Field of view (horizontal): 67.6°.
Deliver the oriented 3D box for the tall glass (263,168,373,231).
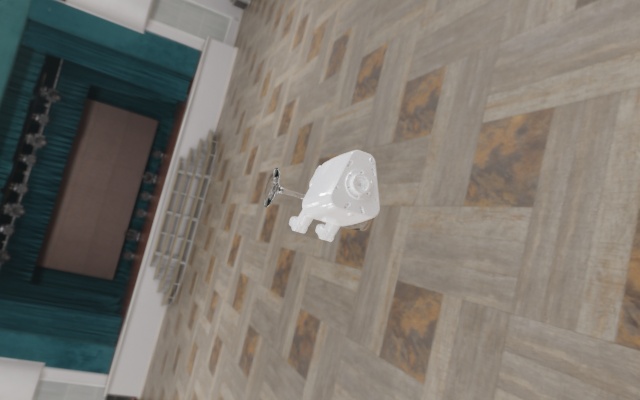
[{"bbox_3d":[-0.001,0.003,0.892,0.201,0.079,0.079,17,-6,-22],"label":"tall glass"}]
